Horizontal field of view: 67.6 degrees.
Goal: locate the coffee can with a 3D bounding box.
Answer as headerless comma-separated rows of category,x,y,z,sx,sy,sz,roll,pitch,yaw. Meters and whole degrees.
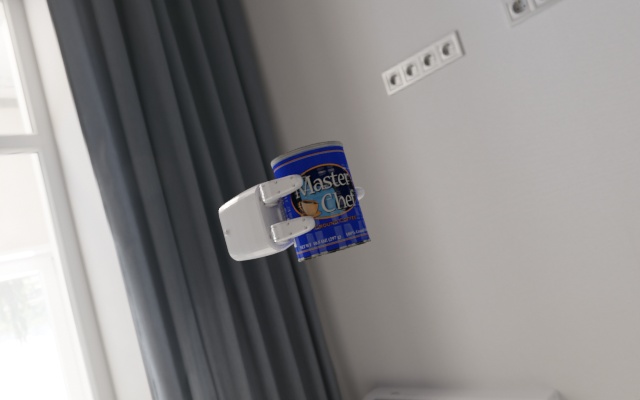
coffee can,0.000,0.002,0.651,0.103,0.140,0.103,-16,-5,-2
